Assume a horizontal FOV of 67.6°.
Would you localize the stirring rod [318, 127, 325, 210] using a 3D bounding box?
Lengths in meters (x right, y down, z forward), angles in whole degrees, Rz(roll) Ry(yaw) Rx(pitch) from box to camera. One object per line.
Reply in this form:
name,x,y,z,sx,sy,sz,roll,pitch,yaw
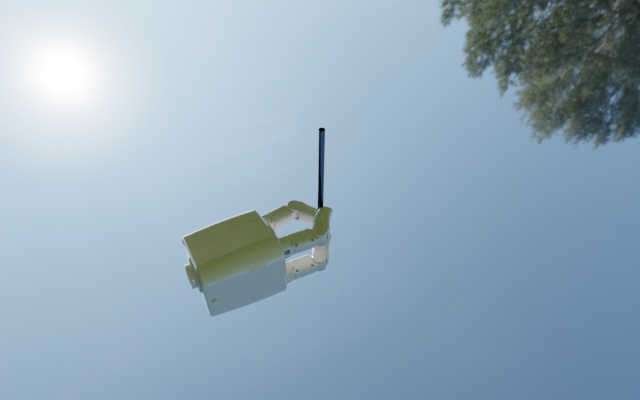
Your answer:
stirring rod,0.000,0.002,0.641,0.011,0.011,0.240,0,-45,0
